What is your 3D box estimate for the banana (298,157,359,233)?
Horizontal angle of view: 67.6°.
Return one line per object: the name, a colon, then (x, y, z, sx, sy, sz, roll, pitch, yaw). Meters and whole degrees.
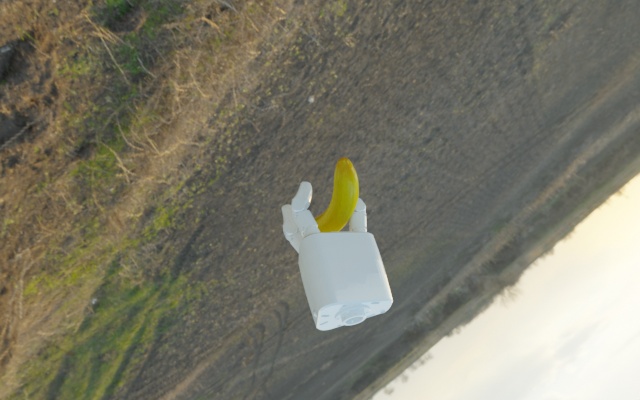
banana: (0.015, 0.012, 0.713, 0.069, 0.037, 0.198, 25, -41, -13)
